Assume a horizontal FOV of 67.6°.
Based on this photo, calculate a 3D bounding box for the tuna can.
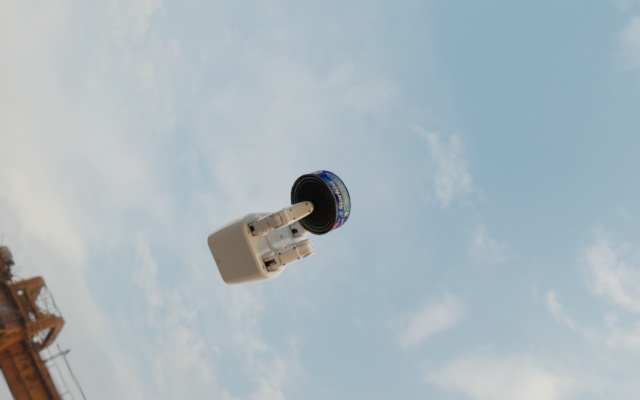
[{"bbox_3d":[0.001,0.002,0.656,0.086,0.086,0.033,0,14,44],"label":"tuna can"}]
